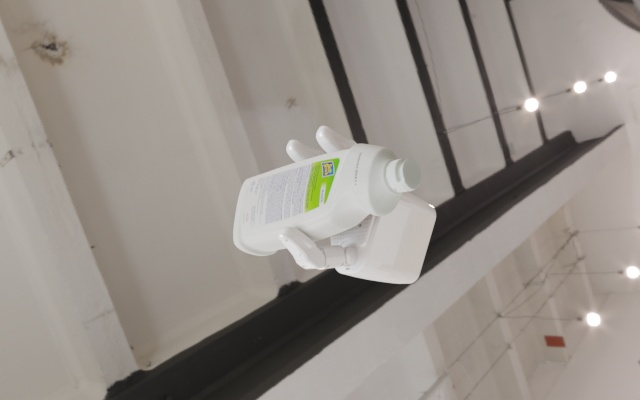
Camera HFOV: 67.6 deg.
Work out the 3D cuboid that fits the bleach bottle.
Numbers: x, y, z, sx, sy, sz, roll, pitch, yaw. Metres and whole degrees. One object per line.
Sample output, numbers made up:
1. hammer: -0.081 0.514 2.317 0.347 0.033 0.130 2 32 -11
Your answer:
1. bleach bottle: 0.000 0.002 0.522 0.068 0.102 0.251 18 -20 -38
